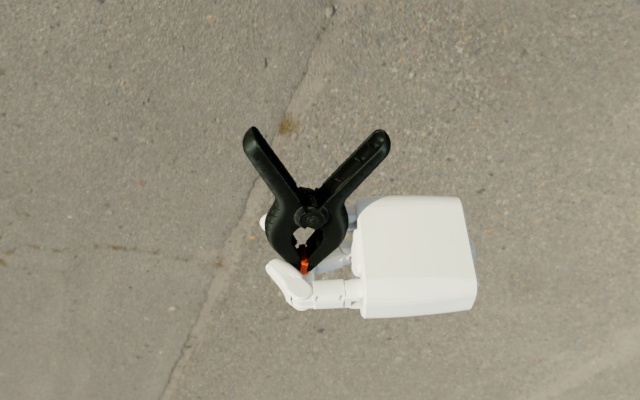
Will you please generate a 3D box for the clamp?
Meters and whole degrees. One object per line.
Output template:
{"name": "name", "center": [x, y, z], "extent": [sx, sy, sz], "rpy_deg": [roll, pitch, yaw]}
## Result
{"name": "clamp", "center": [0.000, 0.002, 0.431], "extent": [0.120, 0.039, 0.172], "rpy_deg": [-2, -44, 0]}
